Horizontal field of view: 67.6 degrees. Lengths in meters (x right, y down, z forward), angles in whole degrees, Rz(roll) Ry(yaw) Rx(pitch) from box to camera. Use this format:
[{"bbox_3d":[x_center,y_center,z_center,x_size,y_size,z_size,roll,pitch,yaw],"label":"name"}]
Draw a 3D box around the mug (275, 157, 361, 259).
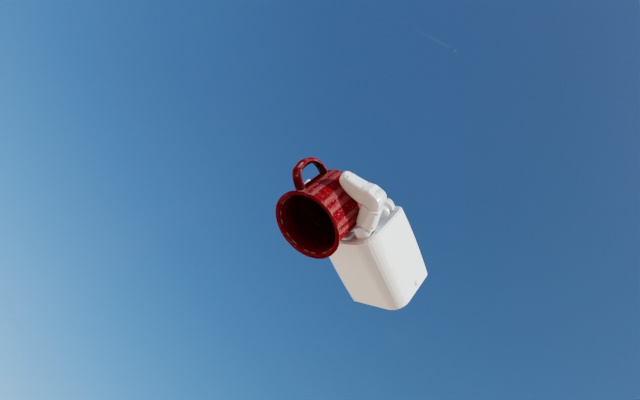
[{"bbox_3d":[0.000,0.001,0.594,0.093,0.117,0.081,-10,21,41],"label":"mug"}]
